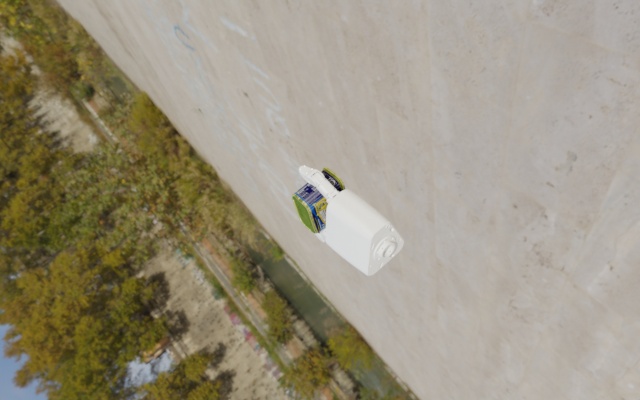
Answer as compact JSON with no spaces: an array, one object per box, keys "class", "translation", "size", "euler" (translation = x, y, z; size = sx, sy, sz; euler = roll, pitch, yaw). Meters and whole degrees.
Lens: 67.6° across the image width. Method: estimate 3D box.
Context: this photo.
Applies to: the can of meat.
[{"class":"can of meat","translation":[0.000,0.003,0.883],"size":[0.084,0.102,0.057],"euler":[-39,54,-17]}]
